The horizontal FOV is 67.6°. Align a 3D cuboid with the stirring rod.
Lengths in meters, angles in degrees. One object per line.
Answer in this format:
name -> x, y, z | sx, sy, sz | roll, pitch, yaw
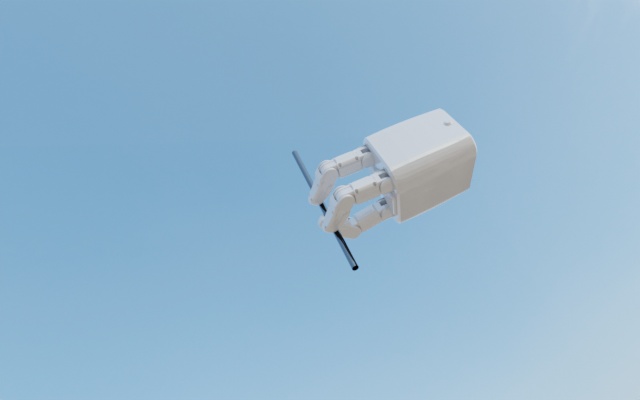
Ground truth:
stirring rod -> 0.000, 0.002, 0.609 | 0.011, 0.011, 0.239 | 0, 37, -23
